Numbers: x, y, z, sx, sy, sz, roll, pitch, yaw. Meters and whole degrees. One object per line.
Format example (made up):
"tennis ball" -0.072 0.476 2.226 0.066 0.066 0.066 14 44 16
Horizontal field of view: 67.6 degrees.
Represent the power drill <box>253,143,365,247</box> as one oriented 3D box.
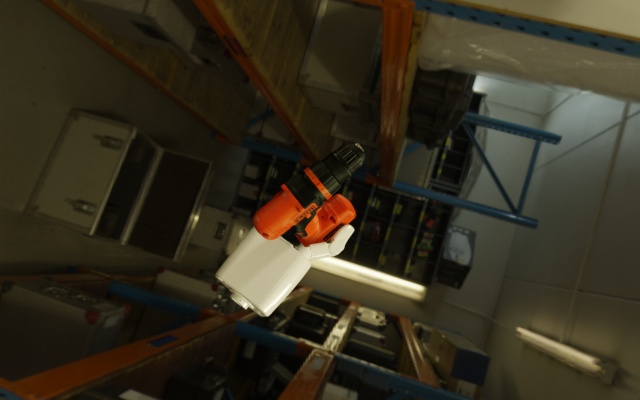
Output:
"power drill" 0.000 0.003 0.725 0.184 0.057 0.188 -38 -22 1
